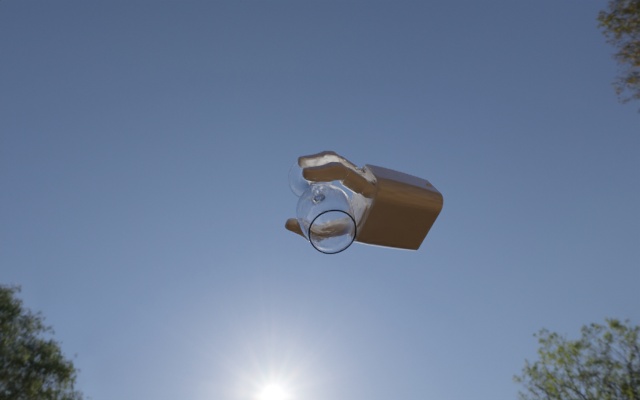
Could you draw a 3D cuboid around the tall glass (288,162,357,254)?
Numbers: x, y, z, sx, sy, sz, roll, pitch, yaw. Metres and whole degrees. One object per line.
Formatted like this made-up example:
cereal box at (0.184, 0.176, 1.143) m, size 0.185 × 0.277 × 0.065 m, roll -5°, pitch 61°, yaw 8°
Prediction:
tall glass at (0.000, 0.002, 0.684) m, size 0.079 × 0.079 × 0.201 m, roll 0°, pitch 22°, yaw -9°
